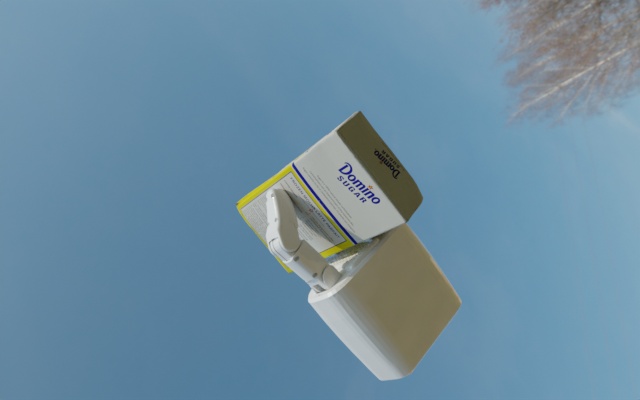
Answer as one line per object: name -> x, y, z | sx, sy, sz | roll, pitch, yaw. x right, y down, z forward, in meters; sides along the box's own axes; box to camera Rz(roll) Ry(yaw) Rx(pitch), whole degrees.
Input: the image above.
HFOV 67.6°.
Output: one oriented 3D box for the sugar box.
sugar box -> 0.000, 0.001, 0.439 | 0.176, 0.093, 0.048 | -30, 11, 46
